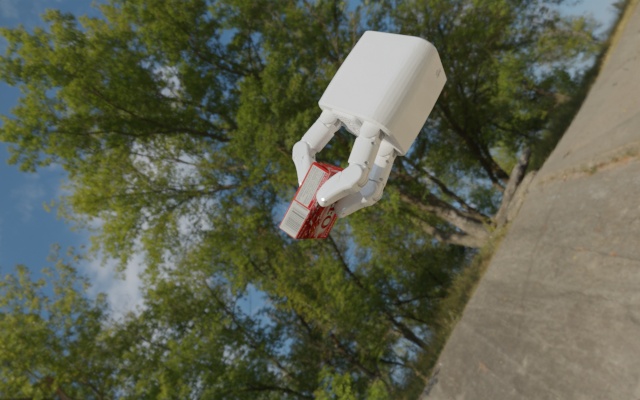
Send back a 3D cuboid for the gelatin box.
[{"bbox_3d":[0.000,0.002,0.558,0.030,0.089,0.073,34,13,26],"label":"gelatin box"}]
